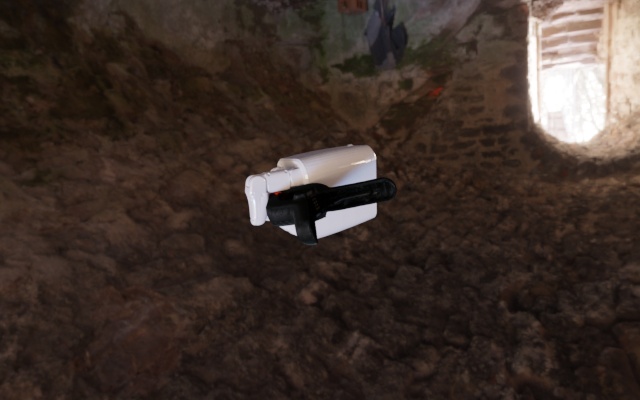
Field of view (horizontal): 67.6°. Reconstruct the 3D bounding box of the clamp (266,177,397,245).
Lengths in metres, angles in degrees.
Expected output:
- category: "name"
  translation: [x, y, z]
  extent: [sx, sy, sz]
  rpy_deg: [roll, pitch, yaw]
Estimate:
- category: "clamp"
  translation: [0.000, 0.002, 0.526]
  extent: [0.120, 0.039, 0.171]
  rpy_deg: [-20, 17, -22]
